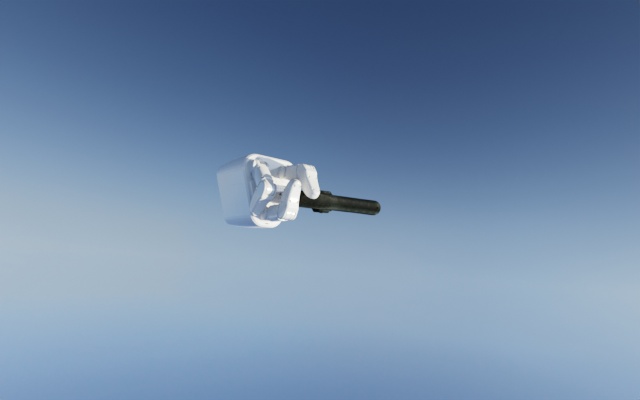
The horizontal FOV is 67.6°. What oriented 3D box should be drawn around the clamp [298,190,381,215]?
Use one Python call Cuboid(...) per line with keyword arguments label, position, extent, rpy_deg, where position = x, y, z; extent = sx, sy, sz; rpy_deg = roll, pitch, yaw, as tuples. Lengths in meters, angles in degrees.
Cuboid(label="clamp", position=(0.000, 0.003, 0.779), extent=(0.171, 0.039, 0.120), rpy_deg=(10, -10, -36))
